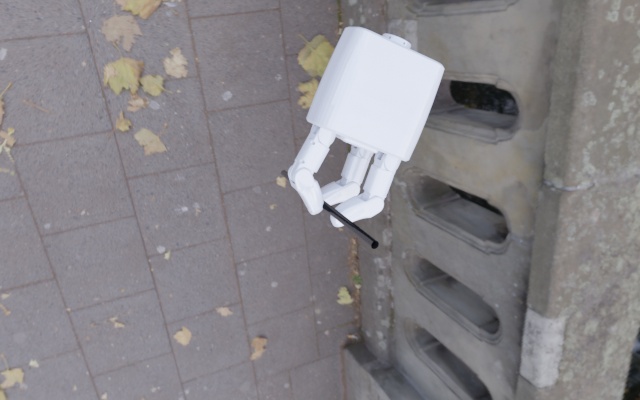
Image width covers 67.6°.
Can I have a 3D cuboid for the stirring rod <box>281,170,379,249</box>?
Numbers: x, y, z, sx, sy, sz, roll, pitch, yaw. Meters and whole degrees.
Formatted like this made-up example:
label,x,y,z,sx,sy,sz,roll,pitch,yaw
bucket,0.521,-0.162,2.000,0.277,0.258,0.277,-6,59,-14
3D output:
label,x,y,z,sx,sy,sz,roll,pitch,yaw
stirring rod,0.000,0.002,0.535,0.011,0.011,0.239,0,19,-26
